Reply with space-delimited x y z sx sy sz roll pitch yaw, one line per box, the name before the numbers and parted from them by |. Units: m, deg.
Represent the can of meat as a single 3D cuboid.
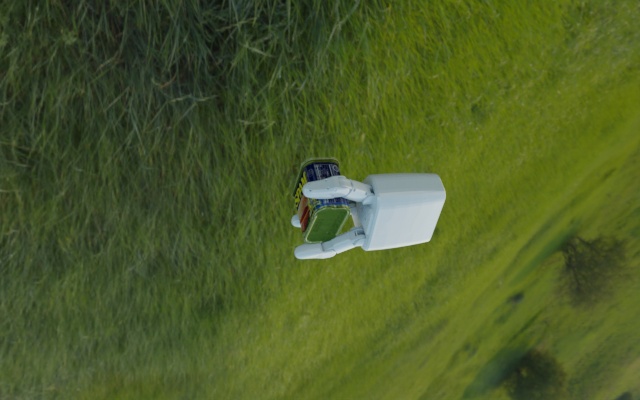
can of meat | 0.000 0.002 0.680 0.057 0.084 0.102 -2 -33 -19
